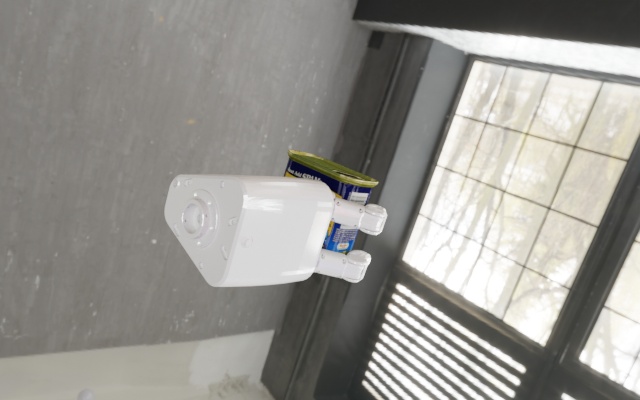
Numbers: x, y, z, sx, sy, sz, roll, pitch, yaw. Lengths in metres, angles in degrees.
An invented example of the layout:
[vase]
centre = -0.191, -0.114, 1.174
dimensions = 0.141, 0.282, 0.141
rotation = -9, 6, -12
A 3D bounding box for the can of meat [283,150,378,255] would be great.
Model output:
[can of meat]
centre = 0.000, 0.002, 0.511
dimensions = 0.102, 0.084, 0.057
rotation = 26, 14, 35
